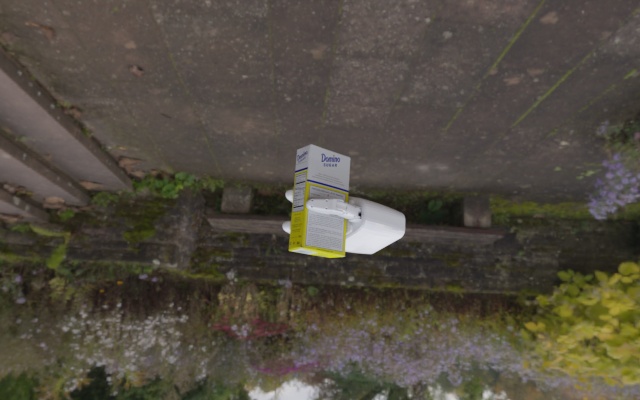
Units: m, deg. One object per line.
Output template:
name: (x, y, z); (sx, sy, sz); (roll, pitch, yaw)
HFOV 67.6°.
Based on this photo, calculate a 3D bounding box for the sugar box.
sugar box: (0.000, 0.003, 0.805); (0.093, 0.176, 0.048); (15, -20, -37)
